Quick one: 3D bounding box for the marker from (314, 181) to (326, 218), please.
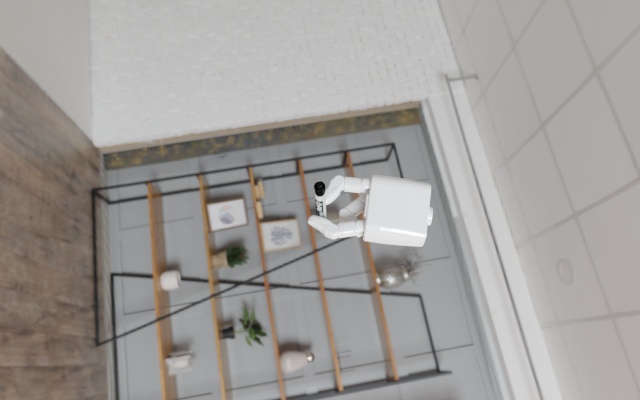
[{"bbox_3d":[0.000,0.003,0.814,0.020,0.020,0.121,0,-28,1],"label":"marker"}]
